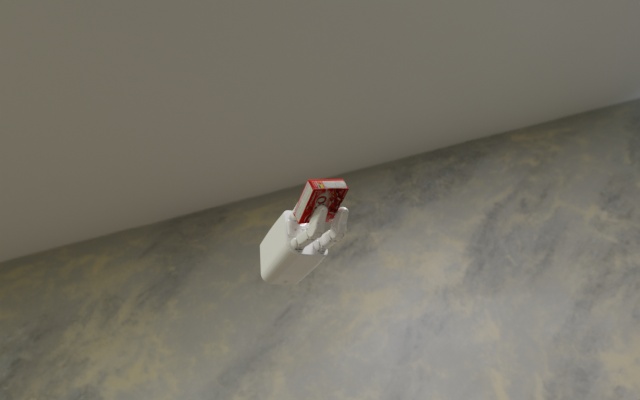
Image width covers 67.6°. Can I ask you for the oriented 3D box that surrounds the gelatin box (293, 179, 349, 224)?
[{"bbox_3d":[0.000,0.002,0.856,0.073,0.089,0.030,-2,45,-30],"label":"gelatin box"}]
